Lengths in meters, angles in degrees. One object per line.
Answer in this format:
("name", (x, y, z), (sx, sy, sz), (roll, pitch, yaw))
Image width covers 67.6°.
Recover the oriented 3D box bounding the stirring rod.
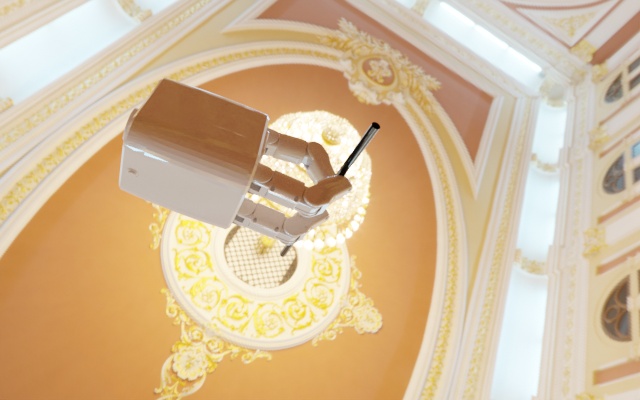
("stirring rod", (0.000, 0.001, 0.485), (0.011, 0.011, 0.240), (0, -32, -26))
